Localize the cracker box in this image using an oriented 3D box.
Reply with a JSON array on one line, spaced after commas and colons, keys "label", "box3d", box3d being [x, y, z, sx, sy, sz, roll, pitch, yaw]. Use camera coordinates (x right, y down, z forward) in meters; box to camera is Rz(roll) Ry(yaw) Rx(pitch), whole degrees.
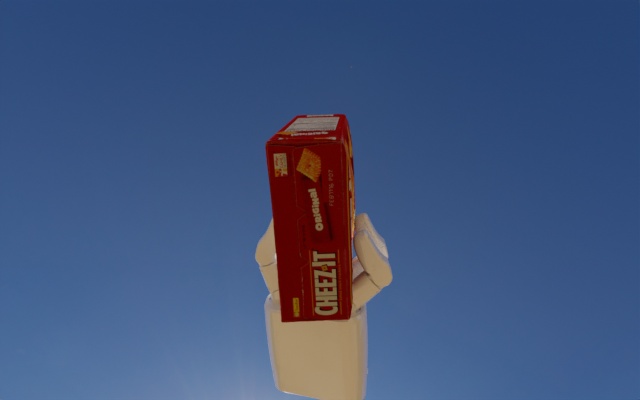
[{"label": "cracker box", "box3d": [0.000, 0.002, 0.499, 0.072, 0.164, 0.213, -3, 16, 4]}]
